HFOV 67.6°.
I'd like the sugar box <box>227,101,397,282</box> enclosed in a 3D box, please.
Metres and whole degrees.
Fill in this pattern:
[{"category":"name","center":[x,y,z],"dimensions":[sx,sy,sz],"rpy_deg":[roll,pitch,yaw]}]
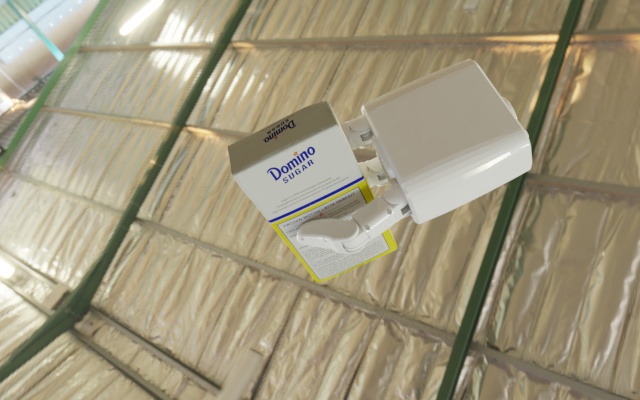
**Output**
[{"category":"sugar box","center":[0.000,0.001,0.432],"dimensions":[0.093,0.048,0.176],"rpy_deg":[-25,-46,6]}]
